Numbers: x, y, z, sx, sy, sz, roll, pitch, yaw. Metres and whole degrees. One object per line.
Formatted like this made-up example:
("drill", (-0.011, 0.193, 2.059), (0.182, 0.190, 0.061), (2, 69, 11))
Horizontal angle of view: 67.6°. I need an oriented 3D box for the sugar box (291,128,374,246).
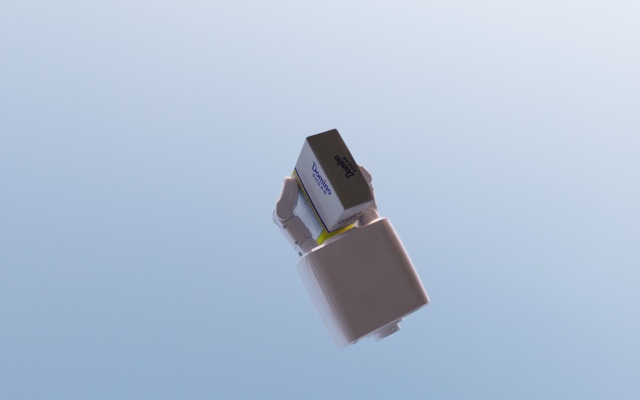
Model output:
("sugar box", (0.001, 0.002, 0.570), (0.048, 0.093, 0.176), (-20, -18, -25))
